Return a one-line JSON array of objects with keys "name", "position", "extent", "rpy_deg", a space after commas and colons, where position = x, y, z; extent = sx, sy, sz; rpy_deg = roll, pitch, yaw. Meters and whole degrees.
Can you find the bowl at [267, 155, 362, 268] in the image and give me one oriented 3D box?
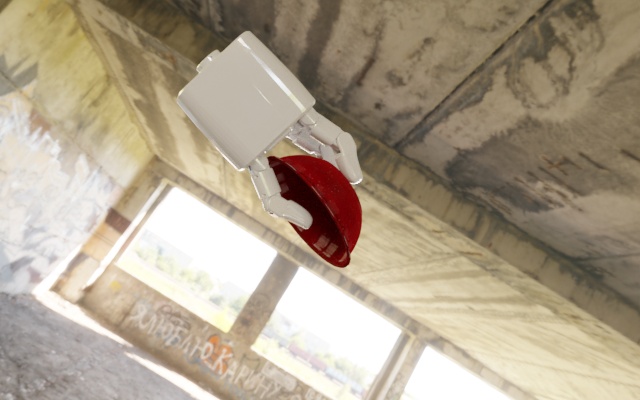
[{"name": "bowl", "position": [0.001, 0.003, 0.580], "extent": [0.055, 0.162, 0.162], "rpy_deg": [-36, 14, -20]}]
